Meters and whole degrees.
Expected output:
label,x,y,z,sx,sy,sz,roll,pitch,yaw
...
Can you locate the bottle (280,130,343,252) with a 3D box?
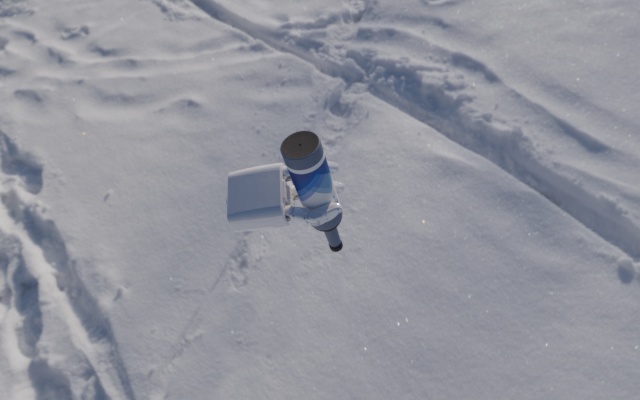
label,x,y,z,sx,sy,sz,roll,pitch,yaw
bottle,0.000,0.003,0.868,0.069,0.069,0.296,0,-38,16
